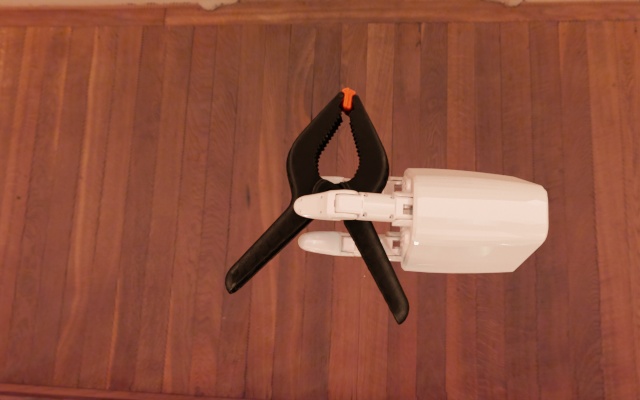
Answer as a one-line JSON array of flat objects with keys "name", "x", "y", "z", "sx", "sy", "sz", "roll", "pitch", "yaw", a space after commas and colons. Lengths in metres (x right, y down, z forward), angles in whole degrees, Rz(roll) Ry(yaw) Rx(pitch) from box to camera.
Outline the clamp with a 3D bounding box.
[{"name": "clamp", "x": 0.000, "y": 0.001, "z": 0.435, "sx": 0.164, "sy": 0.210, "sz": 0.036, "roll": 2, "pitch": -9, "yaw": 4}]
